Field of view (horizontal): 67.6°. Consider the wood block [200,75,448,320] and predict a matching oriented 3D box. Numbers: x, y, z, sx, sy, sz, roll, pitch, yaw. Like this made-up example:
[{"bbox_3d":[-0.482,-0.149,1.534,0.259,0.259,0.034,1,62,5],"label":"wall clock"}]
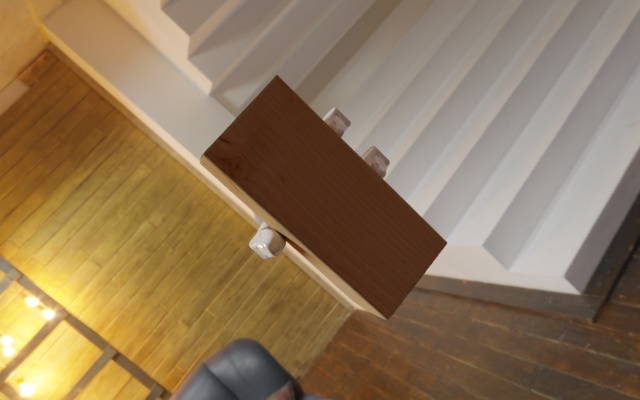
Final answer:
[{"bbox_3d":[0.000,0.002,0.433,0.206,0.091,0.090,43,-11,-12],"label":"wood block"}]
